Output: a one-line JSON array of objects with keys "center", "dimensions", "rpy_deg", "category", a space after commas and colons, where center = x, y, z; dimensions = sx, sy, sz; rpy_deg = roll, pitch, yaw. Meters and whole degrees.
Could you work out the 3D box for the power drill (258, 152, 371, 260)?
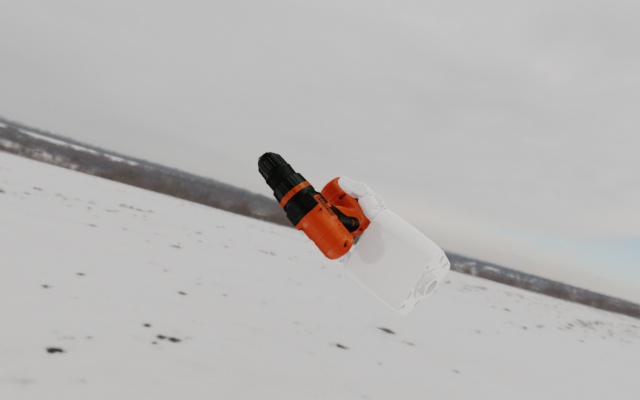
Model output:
[{"center": [0.001, 0.003, 0.729], "dimensions": [0.057, 0.184, 0.187], "rpy_deg": [-43, -14, 20], "category": "power drill"}]
